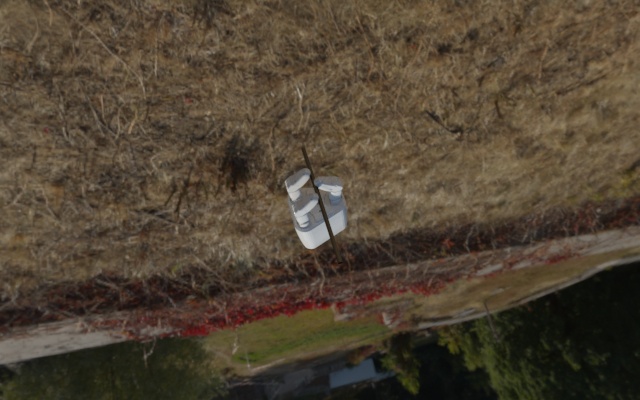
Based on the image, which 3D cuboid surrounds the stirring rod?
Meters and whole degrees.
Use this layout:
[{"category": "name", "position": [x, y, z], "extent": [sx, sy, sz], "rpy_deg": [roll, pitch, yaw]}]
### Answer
[{"category": "stirring rod", "position": [0.000, 0.003, 0.853], "extent": [0.011, 0.239, 0.011], "rpy_deg": [-14, -28, -8]}]
